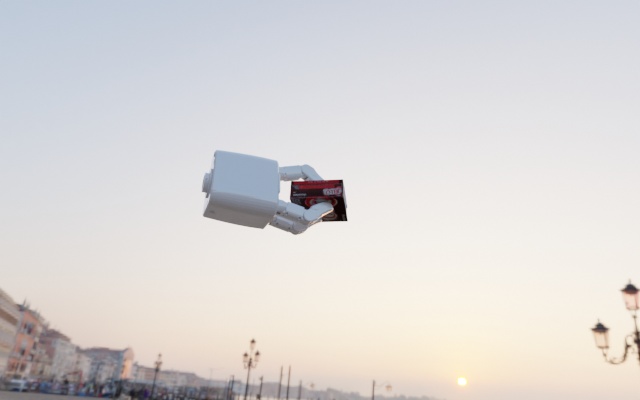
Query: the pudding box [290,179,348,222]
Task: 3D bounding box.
[{"bbox_3d":[0.000,0.003,0.833,0.090,0.039,0.113,-1,-22,8],"label":"pudding box"}]
